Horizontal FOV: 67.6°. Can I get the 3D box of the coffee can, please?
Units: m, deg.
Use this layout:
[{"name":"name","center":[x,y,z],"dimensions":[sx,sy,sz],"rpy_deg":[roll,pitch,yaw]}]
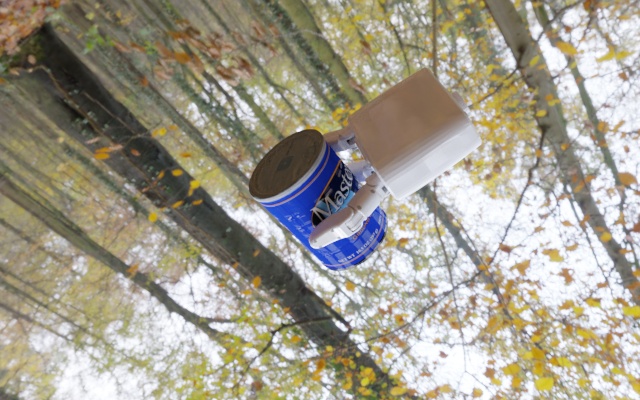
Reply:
[{"name":"coffee can","center":[0.000,0.002,0.559],"dimensions":[0.103,0.102,0.140],"rpy_deg":[0,-39,47]}]
